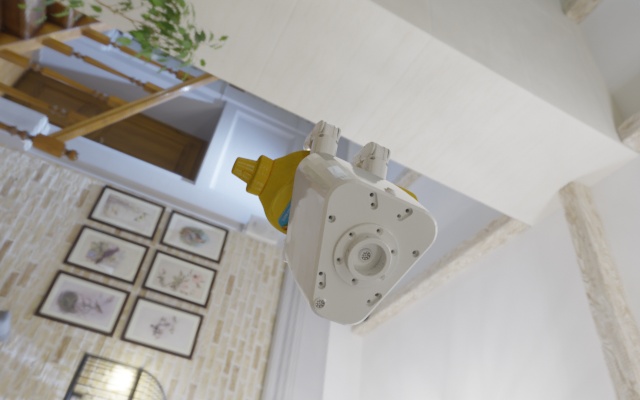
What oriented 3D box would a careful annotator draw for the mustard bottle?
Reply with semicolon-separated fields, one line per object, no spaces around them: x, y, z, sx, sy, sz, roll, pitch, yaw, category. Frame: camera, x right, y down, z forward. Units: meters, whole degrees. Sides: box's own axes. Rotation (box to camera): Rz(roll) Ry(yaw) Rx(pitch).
0.000;0.002;0.492;0.191;0.096;0.058;23;32;-17;mustard bottle
